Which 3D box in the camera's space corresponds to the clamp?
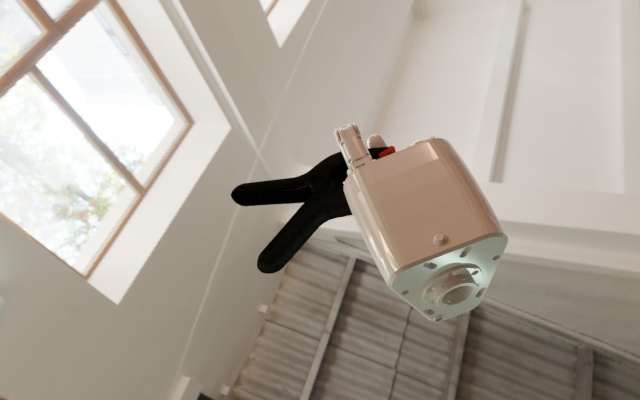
[{"bbox_3d":[0.000,0.002,0.454,0.171,0.120,0.039,-21,-42,3],"label":"clamp"}]
